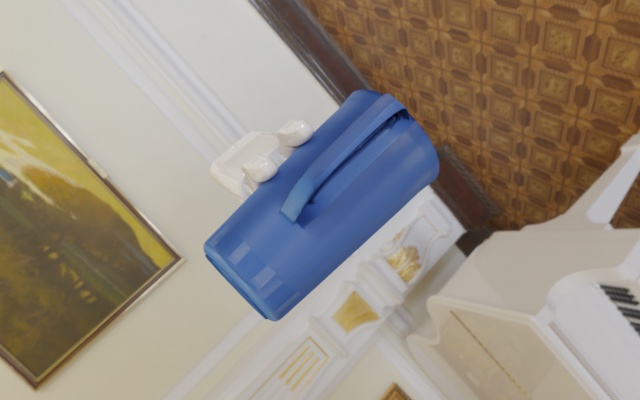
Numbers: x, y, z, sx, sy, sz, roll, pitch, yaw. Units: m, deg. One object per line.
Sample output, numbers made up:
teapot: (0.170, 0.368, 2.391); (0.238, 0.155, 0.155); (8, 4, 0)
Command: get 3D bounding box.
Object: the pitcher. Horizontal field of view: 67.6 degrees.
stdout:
pitcher: (0.000, 0.002, 0.495); (0.243, 0.149, 0.145); (-44, 33, -16)
